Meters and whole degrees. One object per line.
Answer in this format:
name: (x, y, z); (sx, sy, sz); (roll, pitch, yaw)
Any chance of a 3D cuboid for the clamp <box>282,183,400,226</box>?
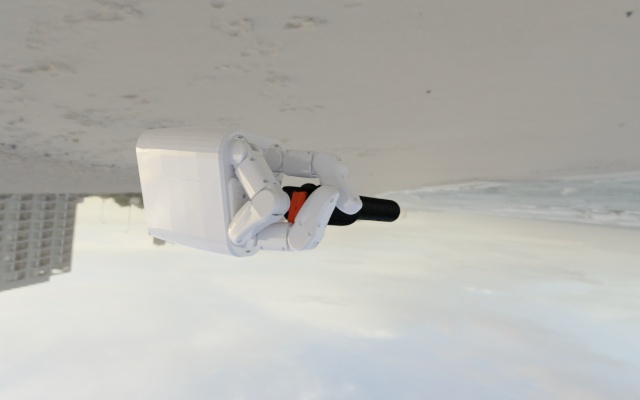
clamp: (0.000, 0.002, 0.486); (0.120, 0.039, 0.171); (7, 1, 29)
